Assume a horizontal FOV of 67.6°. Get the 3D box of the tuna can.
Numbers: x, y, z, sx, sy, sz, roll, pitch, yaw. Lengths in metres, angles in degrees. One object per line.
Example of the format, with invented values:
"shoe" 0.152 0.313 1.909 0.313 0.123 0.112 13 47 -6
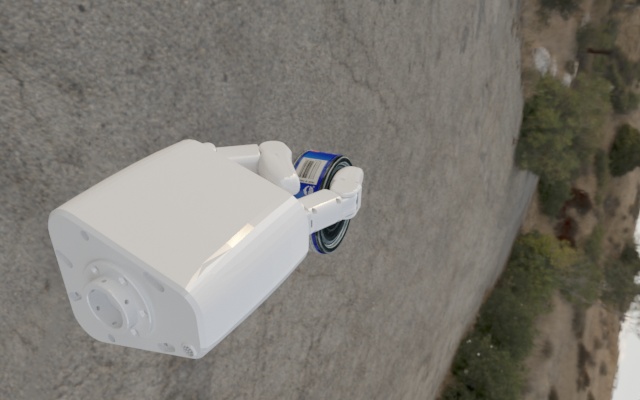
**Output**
"tuna can" 0.001 0.001 0.405 0.034 0.086 0.086 10 4 22
